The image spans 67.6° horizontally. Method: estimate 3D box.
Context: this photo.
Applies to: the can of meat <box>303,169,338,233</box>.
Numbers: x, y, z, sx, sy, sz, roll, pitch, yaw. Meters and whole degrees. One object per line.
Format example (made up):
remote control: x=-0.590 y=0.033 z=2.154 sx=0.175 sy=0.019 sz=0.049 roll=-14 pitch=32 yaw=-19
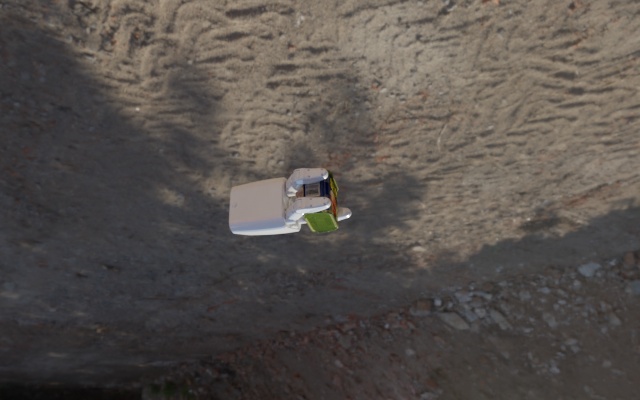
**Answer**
can of meat: x=0.000 y=0.003 z=0.866 sx=0.057 sy=0.084 sz=0.102 roll=-6 pitch=-25 yaw=10
